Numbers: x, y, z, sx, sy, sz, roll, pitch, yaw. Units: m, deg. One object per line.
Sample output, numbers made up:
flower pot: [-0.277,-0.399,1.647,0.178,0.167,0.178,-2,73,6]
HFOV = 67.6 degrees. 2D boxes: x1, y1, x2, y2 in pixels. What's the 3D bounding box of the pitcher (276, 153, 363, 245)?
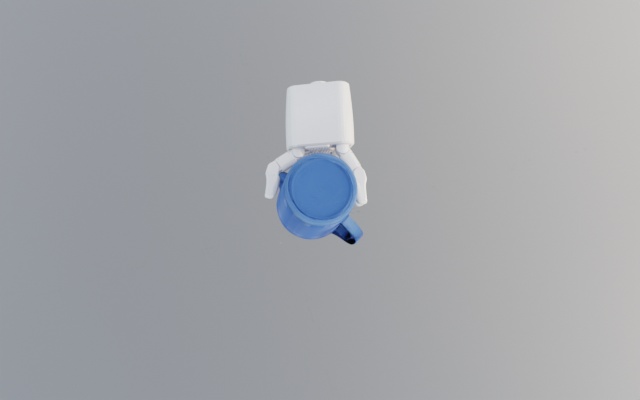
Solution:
pitcher: [0.000,0.002,0.800,0.149,0.145,0.243,-1,-6,-5]
